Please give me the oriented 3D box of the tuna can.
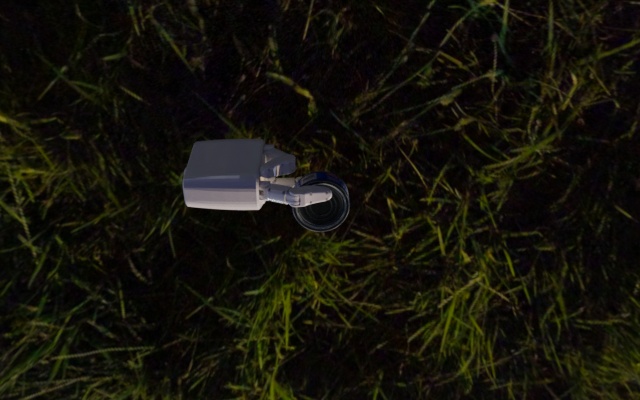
[{"bbox_3d":[0.000,0.003,0.699,0.086,0.086,0.033,0,25,-3],"label":"tuna can"}]
